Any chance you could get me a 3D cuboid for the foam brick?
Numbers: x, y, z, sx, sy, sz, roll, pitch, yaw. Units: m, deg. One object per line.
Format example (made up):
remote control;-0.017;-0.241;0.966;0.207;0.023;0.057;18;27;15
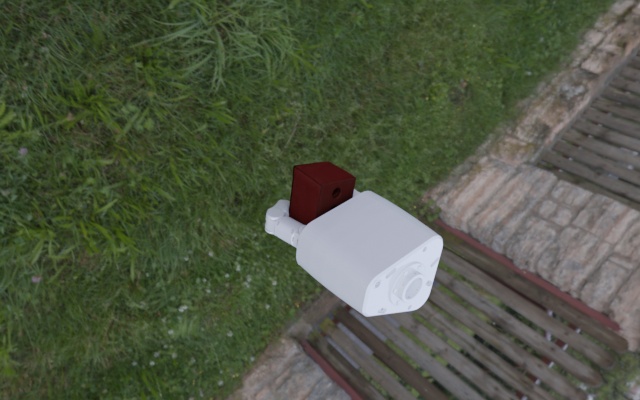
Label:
foam brick;0.000;0.001;0.541;0.053;0.078;0.051;-13;33;-37
